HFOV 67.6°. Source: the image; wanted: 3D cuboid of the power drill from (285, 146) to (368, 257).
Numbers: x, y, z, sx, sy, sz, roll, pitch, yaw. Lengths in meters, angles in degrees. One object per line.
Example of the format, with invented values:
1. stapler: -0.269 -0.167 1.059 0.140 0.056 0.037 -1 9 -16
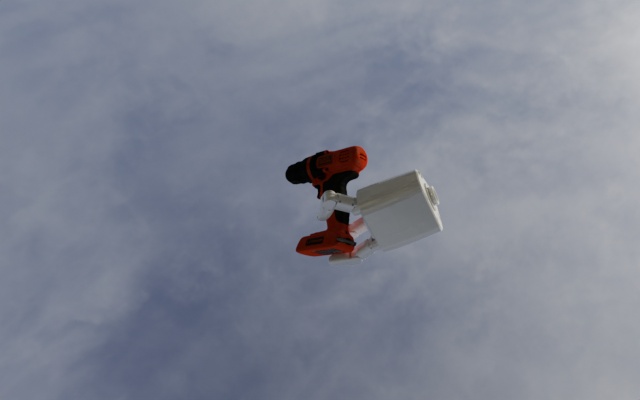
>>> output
1. power drill: 0.000 0.003 0.855 0.184 0.187 0.057 -12 -21 43
